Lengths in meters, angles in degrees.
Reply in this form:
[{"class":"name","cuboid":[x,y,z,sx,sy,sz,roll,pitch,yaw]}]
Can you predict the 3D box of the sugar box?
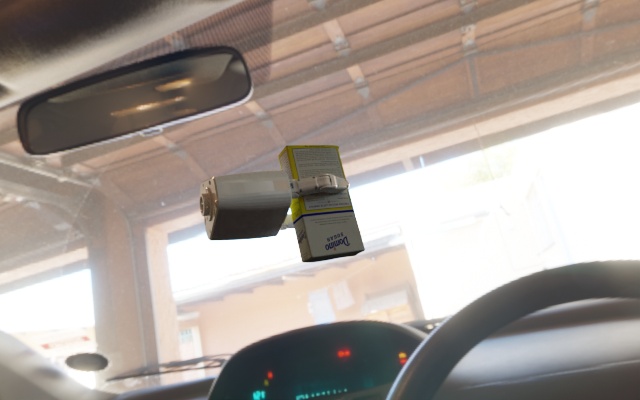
[{"class":"sugar box","cuboid":[0.000,0.002,0.728,0.093,0.176,0.048,-4,-16,-27]}]
